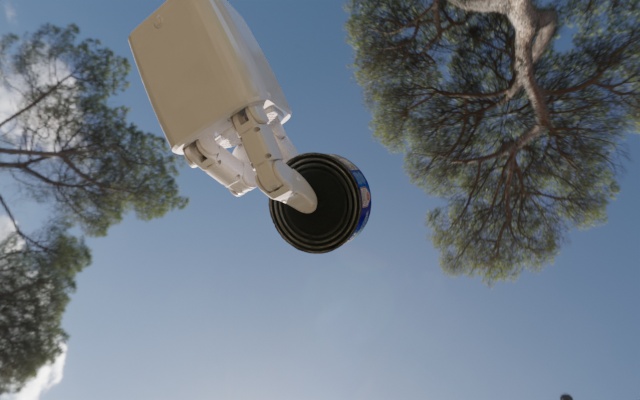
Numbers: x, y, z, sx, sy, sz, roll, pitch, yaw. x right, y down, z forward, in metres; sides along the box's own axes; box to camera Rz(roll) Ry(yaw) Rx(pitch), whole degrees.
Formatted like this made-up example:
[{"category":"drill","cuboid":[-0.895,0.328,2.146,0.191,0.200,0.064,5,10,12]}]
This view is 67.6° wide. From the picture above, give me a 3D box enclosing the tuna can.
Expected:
[{"category":"tuna can","cuboid":[0.000,0.001,0.416,0.086,0.086,0.034,0,5,24]}]
